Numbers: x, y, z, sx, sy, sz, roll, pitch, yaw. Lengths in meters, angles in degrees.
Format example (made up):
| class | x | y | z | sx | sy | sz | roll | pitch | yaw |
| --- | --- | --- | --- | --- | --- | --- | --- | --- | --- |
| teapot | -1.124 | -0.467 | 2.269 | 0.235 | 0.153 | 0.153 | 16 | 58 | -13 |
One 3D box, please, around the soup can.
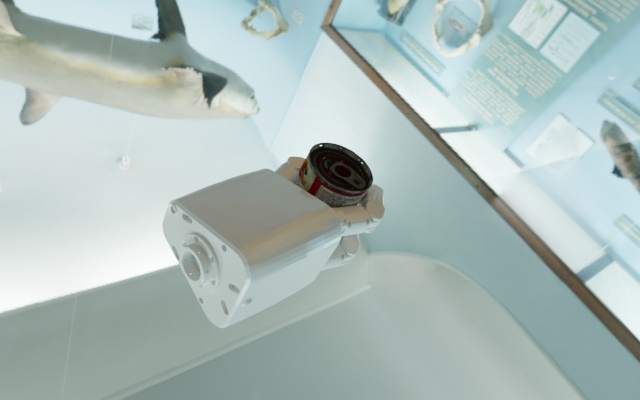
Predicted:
| class | x | y | z | sx | sy | sz | roll | pitch | yaw |
| --- | --- | --- | --- | --- | --- | --- | --- | --- | --- |
| soup can | 0.000 | 0.002 | 0.485 | 0.068 | 0.068 | 0.102 | 0 | -43 | -33 |
